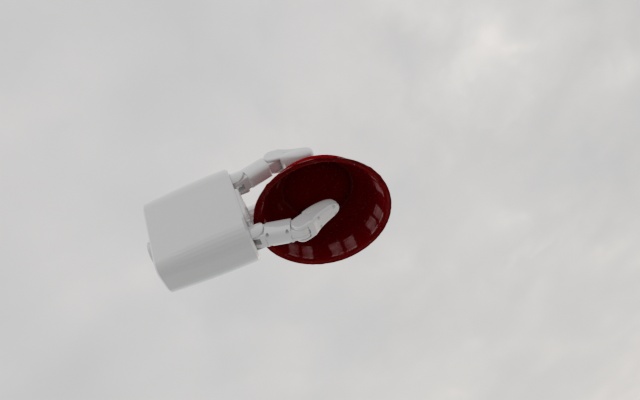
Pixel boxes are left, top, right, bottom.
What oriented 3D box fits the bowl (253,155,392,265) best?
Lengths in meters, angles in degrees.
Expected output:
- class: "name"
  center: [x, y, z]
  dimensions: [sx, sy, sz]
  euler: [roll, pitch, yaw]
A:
- class: "bowl"
  center: [0.001, 0.001, 0.571]
  dimensions: [0.162, 0.162, 0.055]
  euler: [0, 39, -11]
